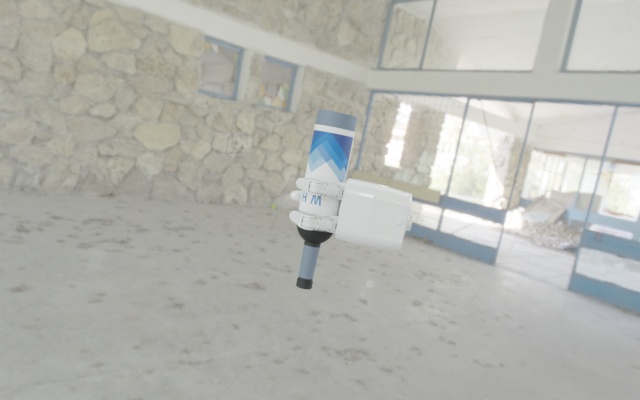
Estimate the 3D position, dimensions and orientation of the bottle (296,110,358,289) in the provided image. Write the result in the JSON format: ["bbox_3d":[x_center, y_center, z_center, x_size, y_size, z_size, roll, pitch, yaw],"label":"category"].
[{"bbox_3d":[0.000,0.002,0.792,0.069,0.296,0.069,11,6,-1],"label":"bottle"}]
